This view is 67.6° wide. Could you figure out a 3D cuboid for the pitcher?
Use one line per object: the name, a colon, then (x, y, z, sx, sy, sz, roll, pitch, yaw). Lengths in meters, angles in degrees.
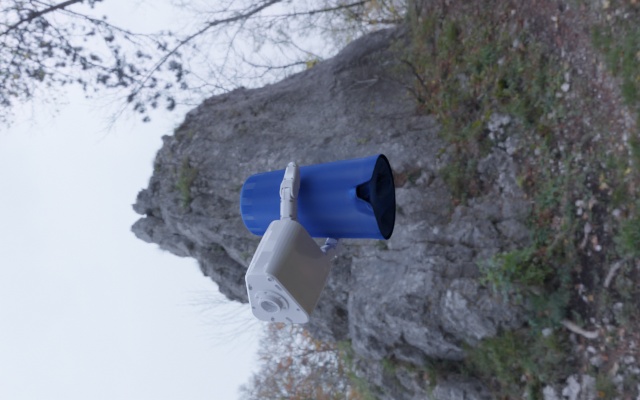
pitcher: (0.000, 0.003, 0.791, 0.243, 0.149, 0.145, -3, 40, 23)
